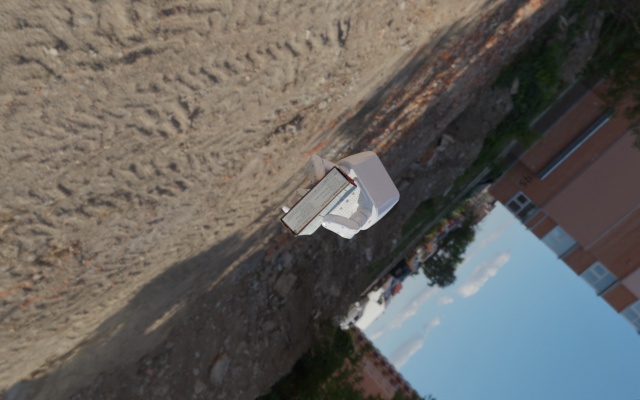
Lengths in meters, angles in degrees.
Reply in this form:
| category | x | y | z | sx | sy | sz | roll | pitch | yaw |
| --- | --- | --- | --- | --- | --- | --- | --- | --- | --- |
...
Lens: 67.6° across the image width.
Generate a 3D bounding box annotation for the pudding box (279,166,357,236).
| category | x | y | z | sx | sy | sz | roll | pitch | yaw |
| --- | --- | --- | --- | --- | --- | --- | --- | --- | --- |
| pudding box | 0.000 | 0.002 | 0.705 | 0.039 | 0.113 | 0.090 | 45 | 5 | 10 |
